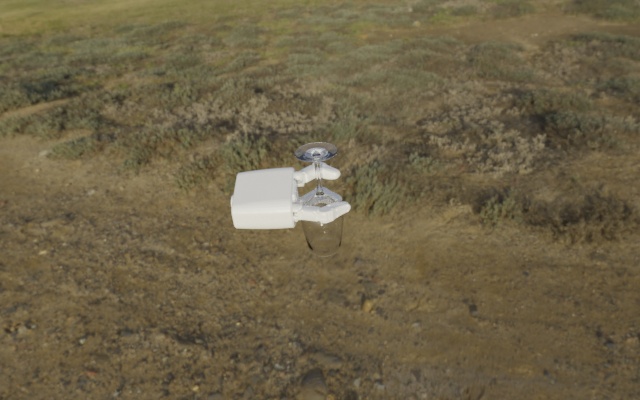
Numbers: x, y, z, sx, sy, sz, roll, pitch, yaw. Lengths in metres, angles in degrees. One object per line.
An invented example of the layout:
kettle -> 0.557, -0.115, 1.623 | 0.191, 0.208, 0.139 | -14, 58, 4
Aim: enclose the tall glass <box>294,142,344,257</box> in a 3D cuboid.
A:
tall glass -> 0.000, 0.002, 0.855 | 0.079, 0.201, 0.079 | -4, 30, 2
